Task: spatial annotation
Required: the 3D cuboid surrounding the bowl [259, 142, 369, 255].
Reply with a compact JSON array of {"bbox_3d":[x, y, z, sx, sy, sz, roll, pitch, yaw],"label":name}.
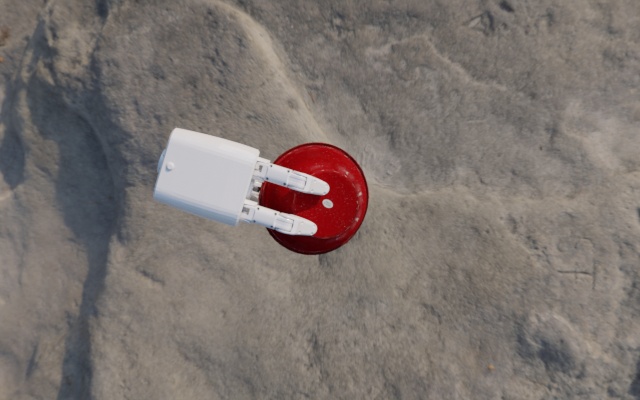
[{"bbox_3d":[0.002,0.002,0.652,0.162,0.162,0.055,0,8,-17],"label":"bowl"}]
